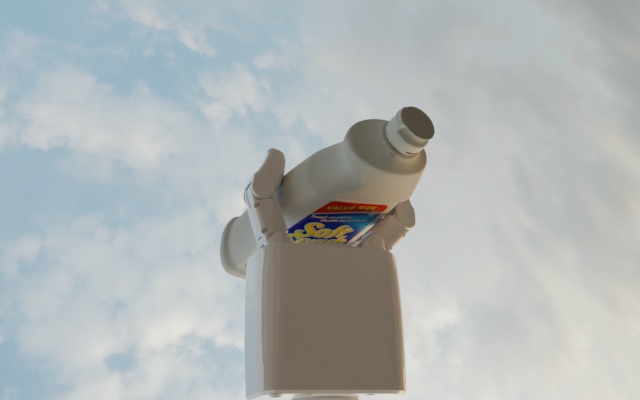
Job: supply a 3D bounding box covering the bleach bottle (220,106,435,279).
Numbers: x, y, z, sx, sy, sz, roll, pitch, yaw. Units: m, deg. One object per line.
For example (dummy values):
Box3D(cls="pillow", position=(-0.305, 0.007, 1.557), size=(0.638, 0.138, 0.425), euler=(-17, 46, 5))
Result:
Box3D(cls="bleach bottle", position=(0.000, 0.001, 0.418), size=(0.102, 0.068, 0.251), euler=(15, -34, -25))
